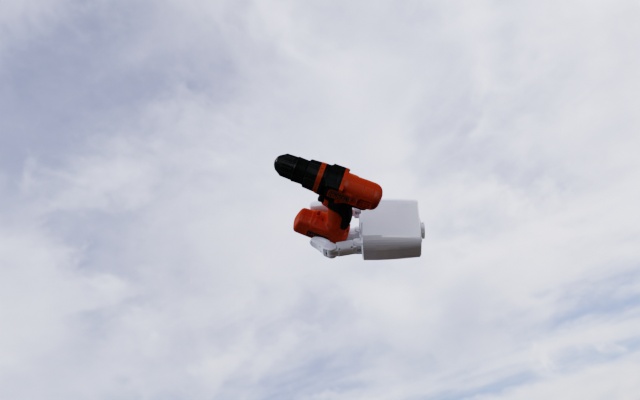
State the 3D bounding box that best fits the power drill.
[{"bbox_3d":[0.000,0.003,0.835,0.184,0.057,0.188,21,-31,2],"label":"power drill"}]
